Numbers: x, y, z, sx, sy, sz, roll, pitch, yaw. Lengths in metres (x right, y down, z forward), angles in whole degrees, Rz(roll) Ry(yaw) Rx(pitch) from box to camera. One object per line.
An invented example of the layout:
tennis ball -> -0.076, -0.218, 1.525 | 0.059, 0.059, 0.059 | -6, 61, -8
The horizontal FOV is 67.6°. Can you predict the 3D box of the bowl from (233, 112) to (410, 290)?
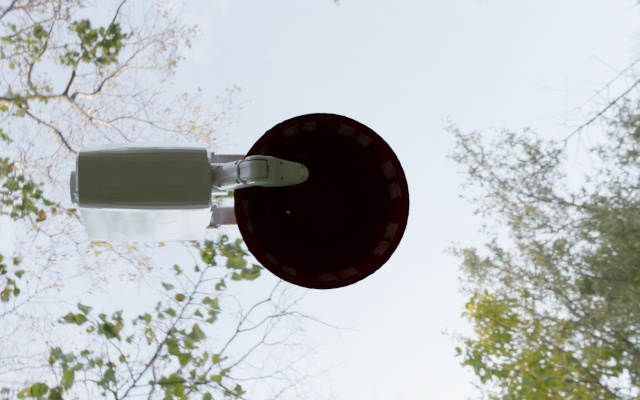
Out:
bowl -> 0.001, 0.002, 0.457 | 0.162, 0.162, 0.055 | 0, -5, -6
